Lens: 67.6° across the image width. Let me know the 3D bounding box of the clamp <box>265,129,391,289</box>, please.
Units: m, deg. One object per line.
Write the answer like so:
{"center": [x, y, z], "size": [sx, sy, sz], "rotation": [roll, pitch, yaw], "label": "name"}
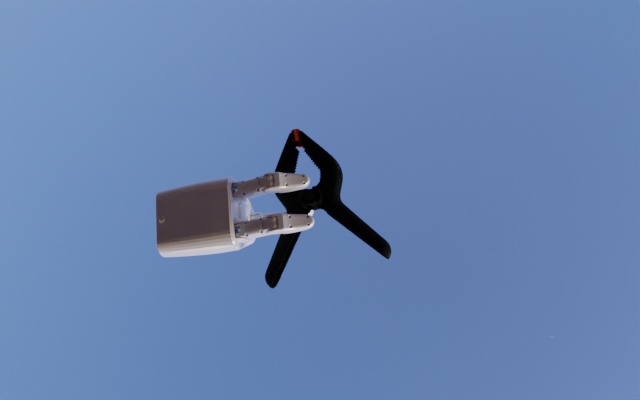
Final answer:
{"center": [0.000, 0.002, 0.634], "size": [0.164, 0.210, 0.036], "rotation": [-8, -16, 5], "label": "clamp"}
